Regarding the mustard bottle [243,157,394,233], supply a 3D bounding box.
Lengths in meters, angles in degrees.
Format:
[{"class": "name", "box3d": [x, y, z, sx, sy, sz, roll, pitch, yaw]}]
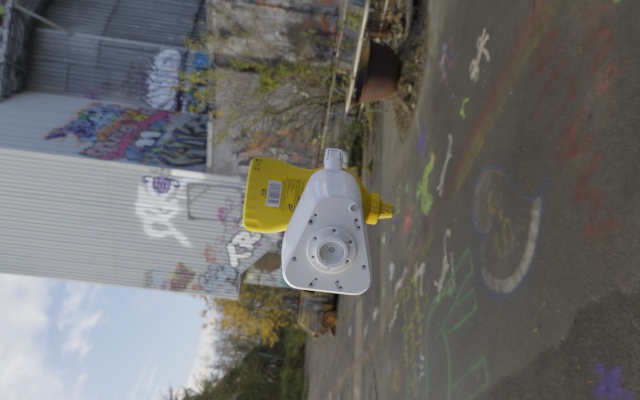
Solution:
[{"class": "mustard bottle", "box3d": [0.000, 0.002, 0.623, 0.191, 0.096, 0.058, 7, -9, -3]}]
